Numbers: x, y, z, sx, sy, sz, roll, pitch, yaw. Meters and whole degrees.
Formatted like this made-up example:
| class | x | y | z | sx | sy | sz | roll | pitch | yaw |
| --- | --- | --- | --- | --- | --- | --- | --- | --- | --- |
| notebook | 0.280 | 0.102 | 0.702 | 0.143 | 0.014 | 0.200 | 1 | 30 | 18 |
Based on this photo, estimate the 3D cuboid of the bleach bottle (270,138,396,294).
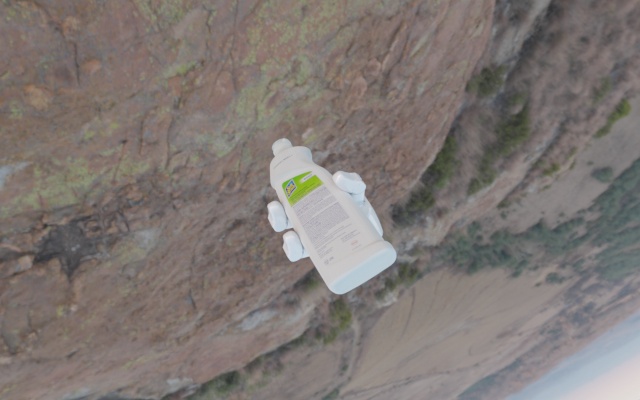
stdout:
| class | x | y | z | sx | sy | sz | roll | pitch | yaw |
| --- | --- | --- | --- | --- | --- | --- | --- | --- | --- |
| bleach bottle | 0.000 | 0.002 | 0.679 | 0.102 | 0.250 | 0.068 | -33 | -30 | 3 |
